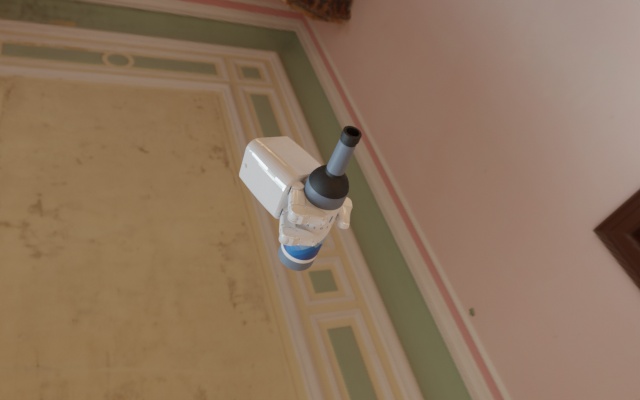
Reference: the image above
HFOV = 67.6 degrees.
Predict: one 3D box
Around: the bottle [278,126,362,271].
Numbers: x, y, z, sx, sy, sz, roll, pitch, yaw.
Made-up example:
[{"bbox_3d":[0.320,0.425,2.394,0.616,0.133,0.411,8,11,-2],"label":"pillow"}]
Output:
[{"bbox_3d":[0.000,0.003,0.759,0.069,0.069,0.296,0,-41,-24],"label":"bottle"}]
